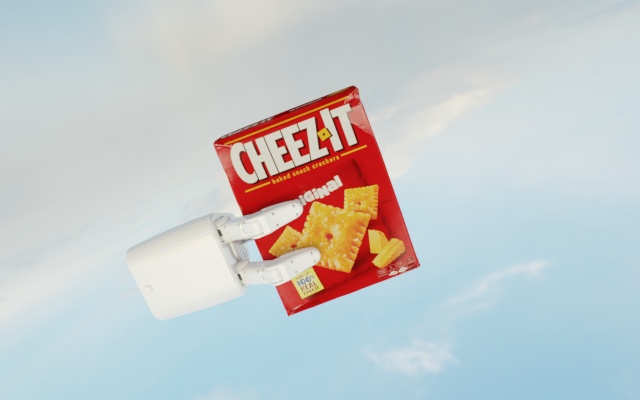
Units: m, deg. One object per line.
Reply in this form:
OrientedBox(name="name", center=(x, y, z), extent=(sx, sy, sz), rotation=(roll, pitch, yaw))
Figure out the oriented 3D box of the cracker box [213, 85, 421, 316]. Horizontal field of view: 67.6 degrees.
OrientedBox(name="cracker box", center=(0.000, 0.002, 0.536), extent=(0.164, 0.214, 0.072), rotation=(-20, 14, 4))
